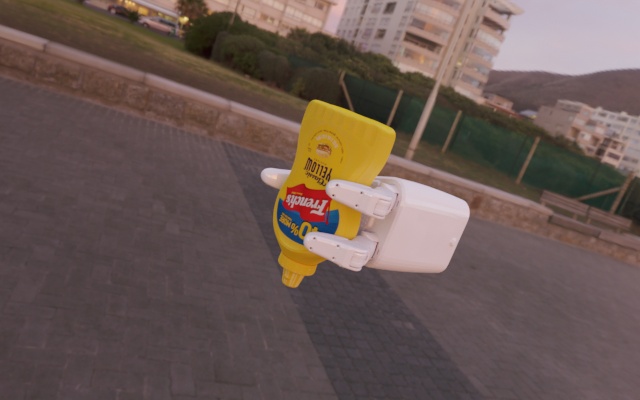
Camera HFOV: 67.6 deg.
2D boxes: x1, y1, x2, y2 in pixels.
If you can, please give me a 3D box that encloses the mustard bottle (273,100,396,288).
[{"bbox_3d":[0.000,0.001,0.490,0.096,0.192,0.058,28,15,31],"label":"mustard bottle"}]
